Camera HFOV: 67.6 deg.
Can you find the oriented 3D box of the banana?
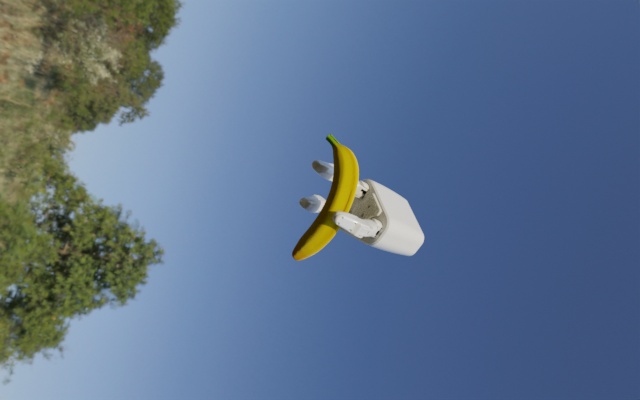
[{"bbox_3d":[0.015,0.003,0.711,0.069,0.198,0.037,16,-3,40],"label":"banana"}]
